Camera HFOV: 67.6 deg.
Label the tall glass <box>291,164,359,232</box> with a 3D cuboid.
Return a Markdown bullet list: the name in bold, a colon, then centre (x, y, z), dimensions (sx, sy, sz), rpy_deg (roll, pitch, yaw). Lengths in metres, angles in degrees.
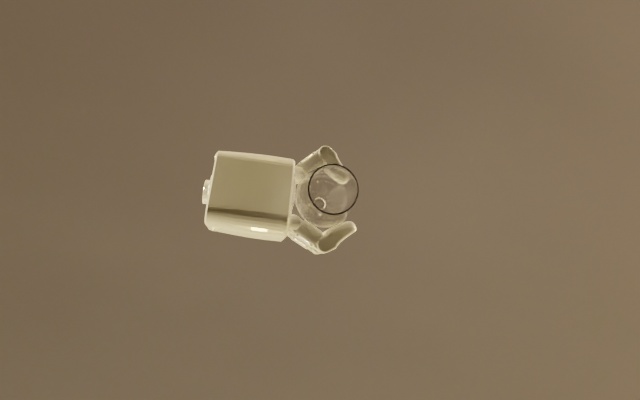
- **tall glass**: centre (0.000, 0.002, 0.659), dimensions (0.079, 0.079, 0.201), rpy_deg (0, -9, -9)
